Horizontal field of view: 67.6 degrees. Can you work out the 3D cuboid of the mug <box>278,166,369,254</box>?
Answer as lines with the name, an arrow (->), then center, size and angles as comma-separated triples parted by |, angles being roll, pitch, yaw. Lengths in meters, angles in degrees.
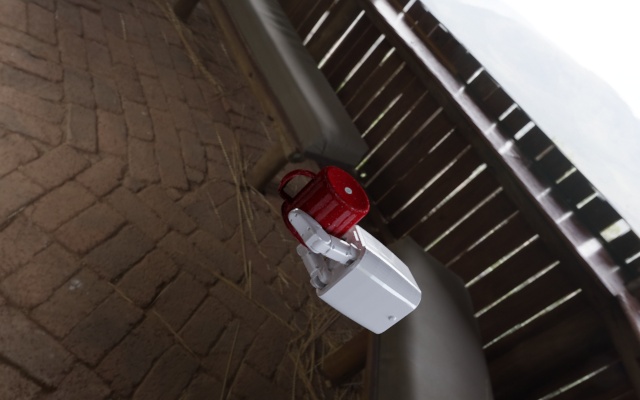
mug -> -0.001, 0.001, 0.621 | 0.117, 0.081, 0.093 | 38, 28, -16
